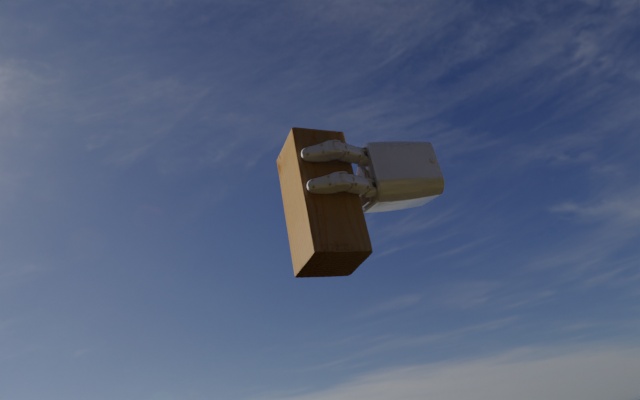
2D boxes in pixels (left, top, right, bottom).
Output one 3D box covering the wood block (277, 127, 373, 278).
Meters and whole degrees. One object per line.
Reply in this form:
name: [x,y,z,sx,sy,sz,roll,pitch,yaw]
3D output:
wood block: [0.000,0.002,0.717,0.090,0.206,0.091,2,-32,-22]
